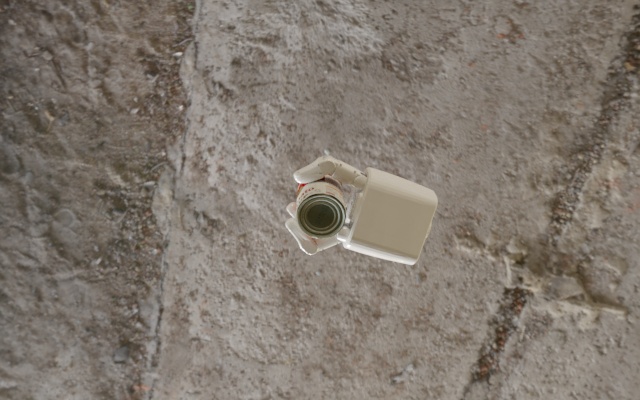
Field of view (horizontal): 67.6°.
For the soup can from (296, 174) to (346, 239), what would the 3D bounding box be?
[{"bbox_3d":[0.000,0.002,0.671,0.068,0.068,0.102,0,24,-1],"label":"soup can"}]
